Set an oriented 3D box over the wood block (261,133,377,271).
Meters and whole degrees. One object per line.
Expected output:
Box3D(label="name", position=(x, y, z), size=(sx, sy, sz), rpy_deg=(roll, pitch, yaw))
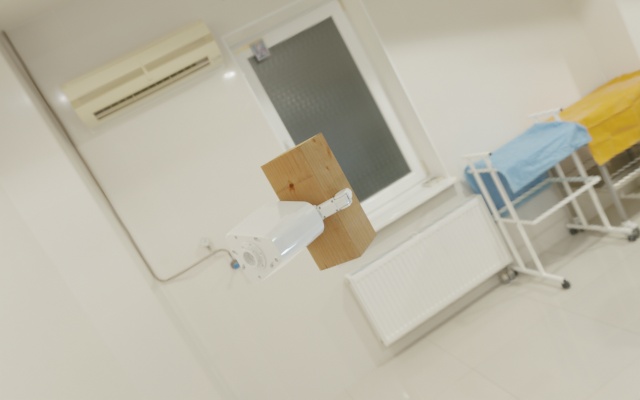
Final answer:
Box3D(label="wood block", position=(0.000, 0.003, 0.819), size=(0.091, 0.206, 0.090), rpy_deg=(-24, 10, 32))
